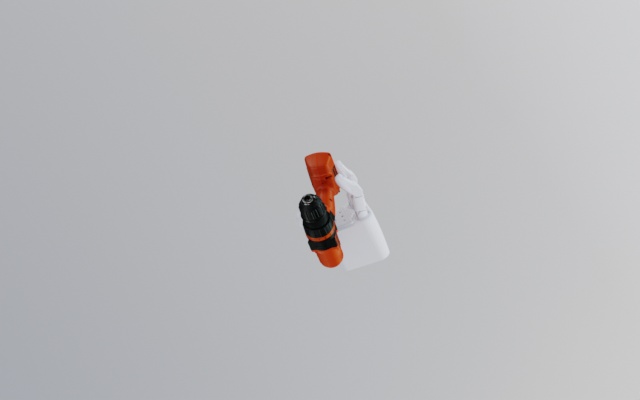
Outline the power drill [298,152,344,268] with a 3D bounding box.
[{"bbox_3d":[0.000,0.003,0.861,0.057,0.187,0.185,-7,-41,10],"label":"power drill"}]
